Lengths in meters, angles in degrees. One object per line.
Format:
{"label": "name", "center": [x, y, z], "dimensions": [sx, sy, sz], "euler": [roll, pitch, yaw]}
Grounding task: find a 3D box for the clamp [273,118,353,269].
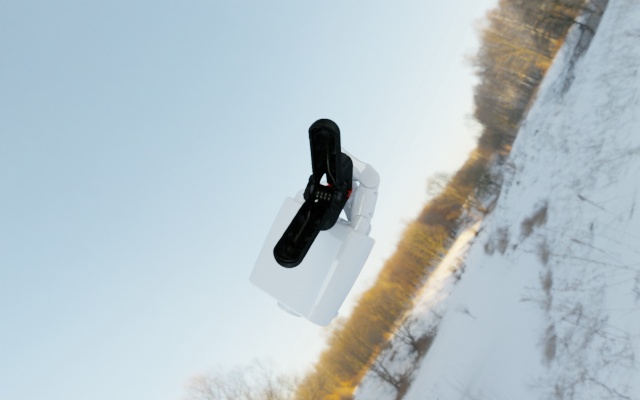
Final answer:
{"label": "clamp", "center": [0.000, 0.001, 0.437], "dimensions": [0.039, 0.120, 0.171], "euler": [24, -1, 13]}
